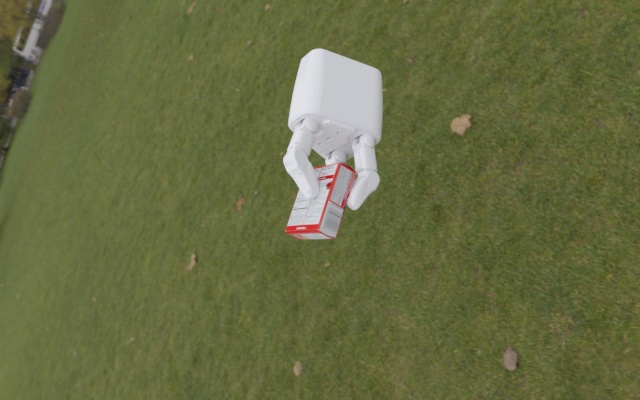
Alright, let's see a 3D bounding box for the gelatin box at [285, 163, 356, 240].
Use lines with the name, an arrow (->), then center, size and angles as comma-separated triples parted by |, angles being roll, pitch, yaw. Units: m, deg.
gelatin box -> 0.000, 0.002, 0.574 | 0.030, 0.089, 0.073 | 29, -20, -30
